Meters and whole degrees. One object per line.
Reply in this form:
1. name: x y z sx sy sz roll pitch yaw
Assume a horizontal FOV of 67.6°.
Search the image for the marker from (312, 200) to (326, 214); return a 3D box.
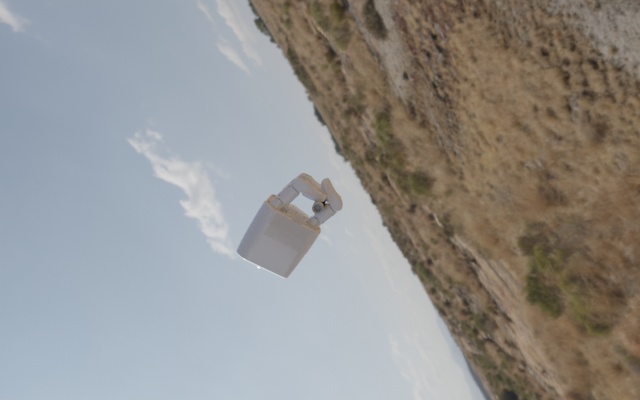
1. marker: 0.000 0.003 0.835 0.020 0.020 0.121 0 10 5
